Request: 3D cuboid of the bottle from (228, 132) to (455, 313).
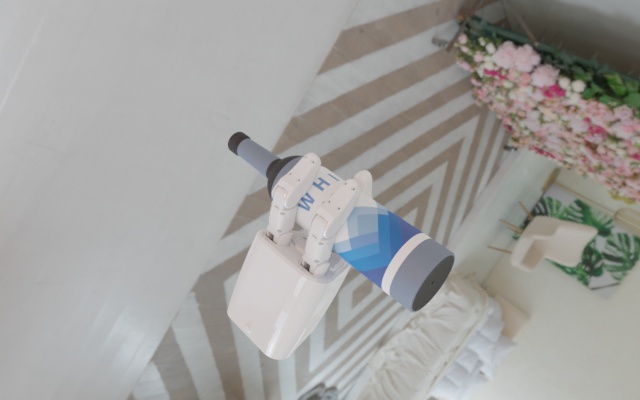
[{"bbox_3d":[0.000,0.002,0.509,0.295,0.069,0.069,36,20,31],"label":"bottle"}]
